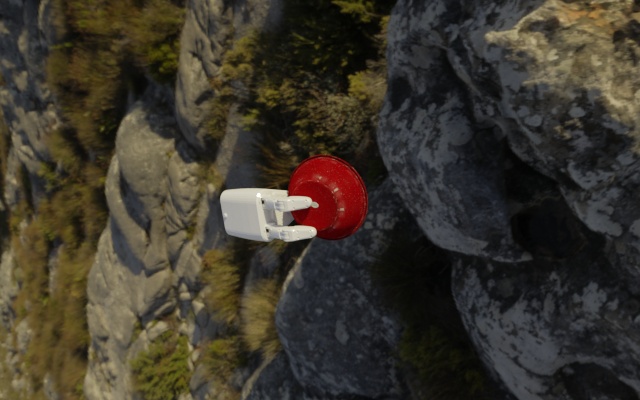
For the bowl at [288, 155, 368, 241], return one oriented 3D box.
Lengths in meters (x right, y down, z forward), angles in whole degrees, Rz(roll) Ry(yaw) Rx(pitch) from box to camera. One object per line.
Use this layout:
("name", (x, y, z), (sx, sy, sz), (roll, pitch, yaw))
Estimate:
("bowl", (0.001, 0.003, 0.848), (0.162, 0.162, 0.055), (0, 15, 27))
